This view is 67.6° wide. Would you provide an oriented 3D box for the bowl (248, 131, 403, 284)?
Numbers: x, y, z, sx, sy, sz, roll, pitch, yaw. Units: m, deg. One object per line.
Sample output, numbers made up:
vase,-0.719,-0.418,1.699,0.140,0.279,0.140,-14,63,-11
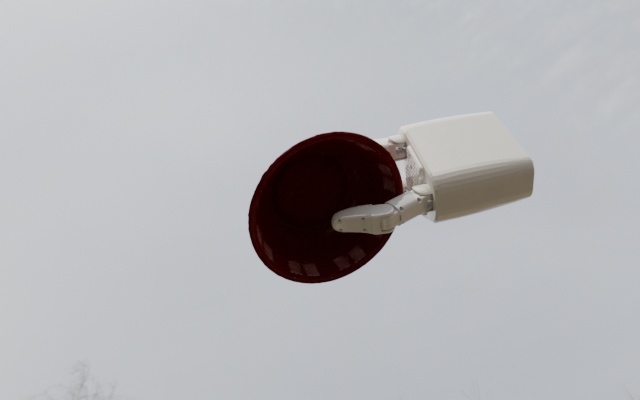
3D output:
bowl,-0.001,0.001,0.481,0.162,0.162,0.055,0,24,-24
